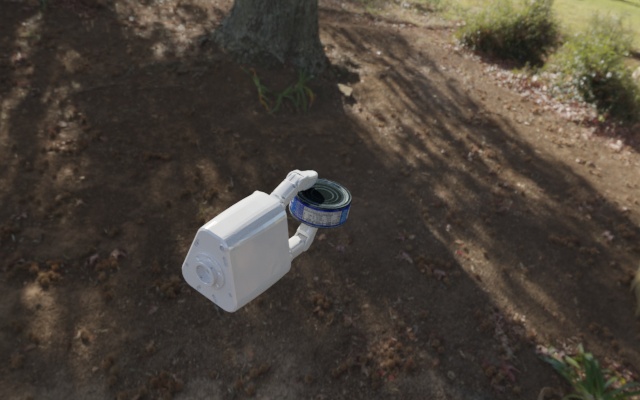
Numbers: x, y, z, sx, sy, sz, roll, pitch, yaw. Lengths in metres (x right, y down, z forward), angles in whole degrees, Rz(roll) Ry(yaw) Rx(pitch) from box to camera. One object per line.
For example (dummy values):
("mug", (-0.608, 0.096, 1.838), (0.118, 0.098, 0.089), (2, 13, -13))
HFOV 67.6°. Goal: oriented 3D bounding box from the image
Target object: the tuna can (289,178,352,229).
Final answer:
("tuna can", (0.000, 0.002, 0.674), (0.086, 0.034, 0.086), (9, 30, -5))
